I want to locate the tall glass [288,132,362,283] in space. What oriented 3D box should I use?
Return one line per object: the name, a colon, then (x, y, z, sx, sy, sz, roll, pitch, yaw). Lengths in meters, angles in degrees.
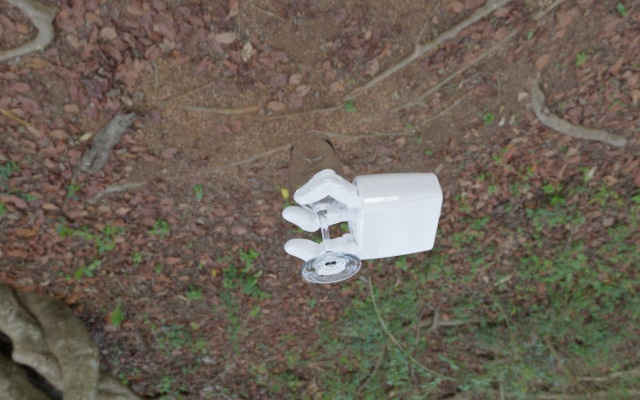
tall glass: (0.000, 0.003, 0.631, 0.079, 0.201, 0.079, -6, -35, -5)
